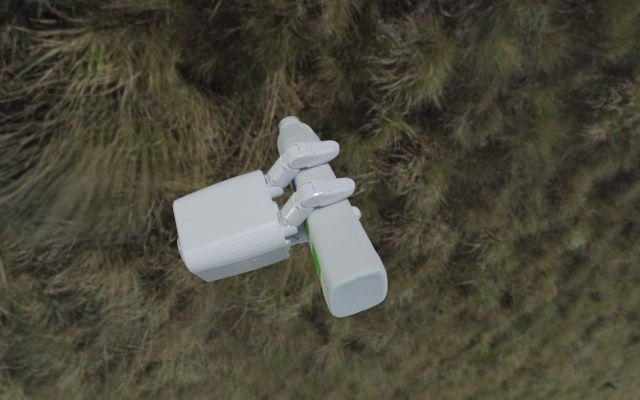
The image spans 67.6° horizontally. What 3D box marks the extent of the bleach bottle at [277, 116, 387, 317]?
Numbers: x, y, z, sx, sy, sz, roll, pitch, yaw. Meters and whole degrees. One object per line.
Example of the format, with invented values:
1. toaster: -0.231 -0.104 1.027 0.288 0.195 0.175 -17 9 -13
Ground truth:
1. bleach bottle: 0.000 0.002 0.563 0.068 0.250 0.103 -19 -33 -5
